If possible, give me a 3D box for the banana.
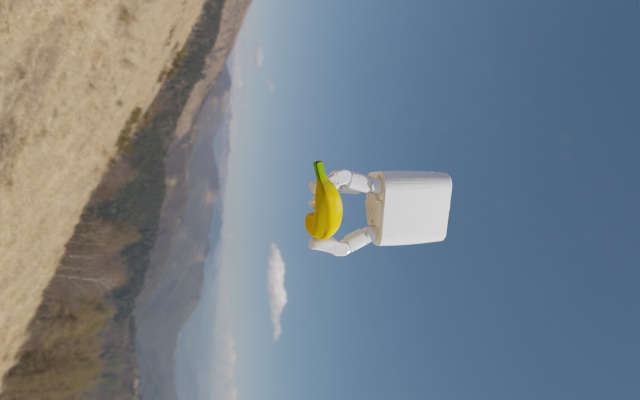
[{"bbox_3d":[0.003,0.018,0.655,0.037,0.069,0.198,-6,-22,-9],"label":"banana"}]
